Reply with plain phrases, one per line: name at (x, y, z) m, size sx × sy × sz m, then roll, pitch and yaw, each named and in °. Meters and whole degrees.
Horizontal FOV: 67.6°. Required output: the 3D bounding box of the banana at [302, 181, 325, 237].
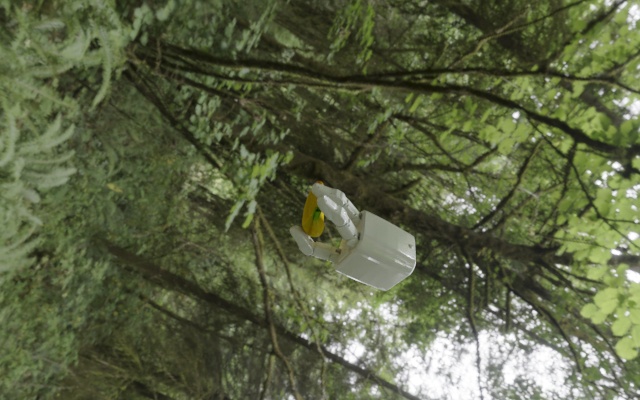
banana at (-0.008, 0.020, 0.851) m, size 0.037 × 0.070 × 0.197 m, roll 24°, pitch 14°, yaw -8°
